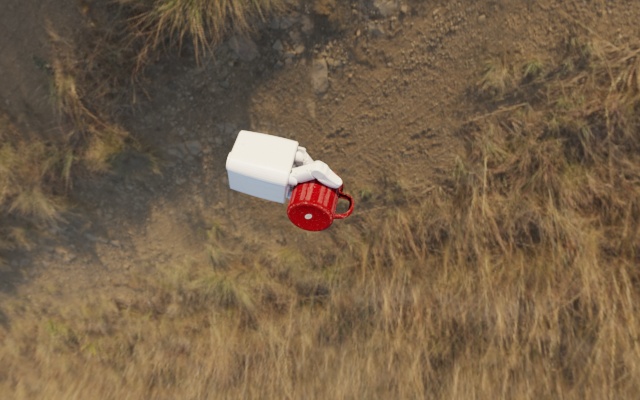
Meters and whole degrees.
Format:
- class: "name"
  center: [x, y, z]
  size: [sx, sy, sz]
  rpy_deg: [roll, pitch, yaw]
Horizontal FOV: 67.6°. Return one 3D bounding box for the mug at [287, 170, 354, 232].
- class: "mug"
  center: [0.001, 0.003, 0.834]
  size: [0.117, 0.081, 0.093]
  rpy_deg: [14, -39, 0]
